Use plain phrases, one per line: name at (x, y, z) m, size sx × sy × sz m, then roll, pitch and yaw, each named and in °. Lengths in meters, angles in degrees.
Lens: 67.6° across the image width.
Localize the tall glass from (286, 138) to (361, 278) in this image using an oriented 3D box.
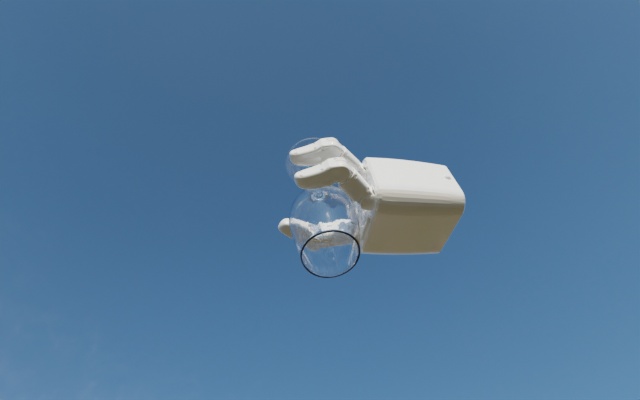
tall glass at (0.000, 0.002, 0.565) m, size 0.079 × 0.079 × 0.201 m, roll 0°, pitch 33°, yaw -7°
